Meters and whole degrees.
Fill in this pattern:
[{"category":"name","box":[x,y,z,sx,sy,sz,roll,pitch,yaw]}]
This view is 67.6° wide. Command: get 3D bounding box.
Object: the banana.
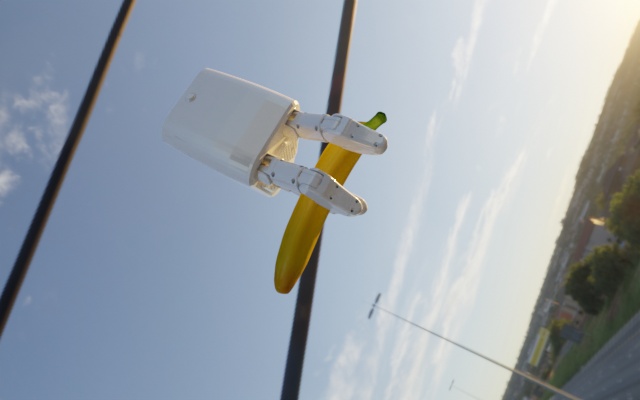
[{"category":"banana","box":[0.000,-0.003,0.479,0.037,0.198,0.069,28,0,-7]}]
